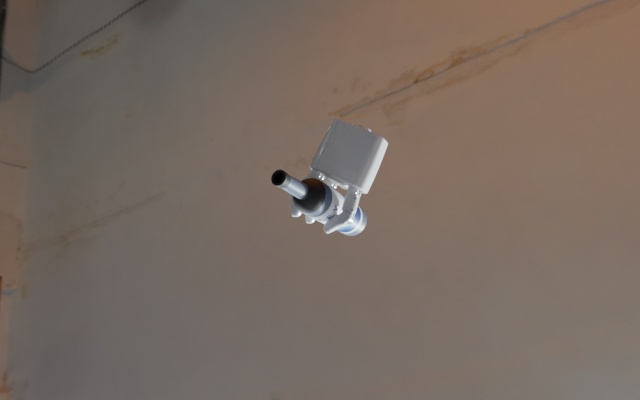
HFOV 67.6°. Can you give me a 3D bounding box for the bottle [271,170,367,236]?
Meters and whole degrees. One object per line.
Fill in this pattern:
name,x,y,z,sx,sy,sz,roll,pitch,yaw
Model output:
bottle,0.000,0.003,0.881,0.069,0.069,0.296,0,-16,28
